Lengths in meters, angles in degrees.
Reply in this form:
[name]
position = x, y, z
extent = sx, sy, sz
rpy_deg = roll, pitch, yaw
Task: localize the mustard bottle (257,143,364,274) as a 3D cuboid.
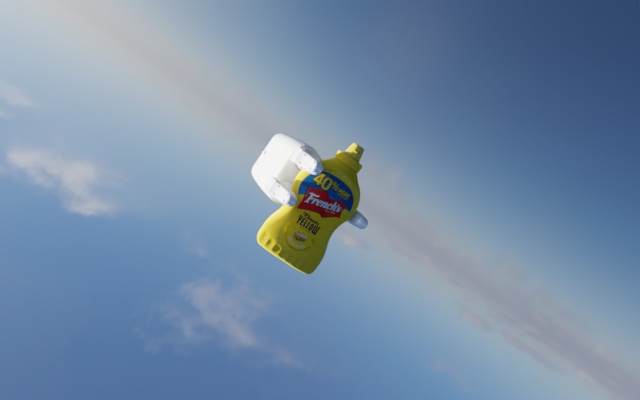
[mustard bottle]
position = 0.000, 0.003, 0.675
extent = 0.096, 0.191, 0.058
rpy_deg = 34, 3, -8
